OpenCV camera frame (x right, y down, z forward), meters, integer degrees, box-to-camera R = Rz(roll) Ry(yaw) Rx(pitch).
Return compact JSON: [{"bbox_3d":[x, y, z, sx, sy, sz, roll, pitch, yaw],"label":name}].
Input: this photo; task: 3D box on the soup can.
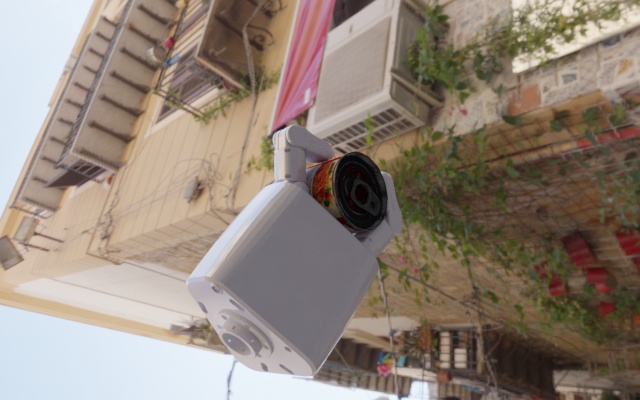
[{"bbox_3d":[0.000,0.001,0.433,0.068,0.068,0.102,0,-11,-45],"label":"soup can"}]
